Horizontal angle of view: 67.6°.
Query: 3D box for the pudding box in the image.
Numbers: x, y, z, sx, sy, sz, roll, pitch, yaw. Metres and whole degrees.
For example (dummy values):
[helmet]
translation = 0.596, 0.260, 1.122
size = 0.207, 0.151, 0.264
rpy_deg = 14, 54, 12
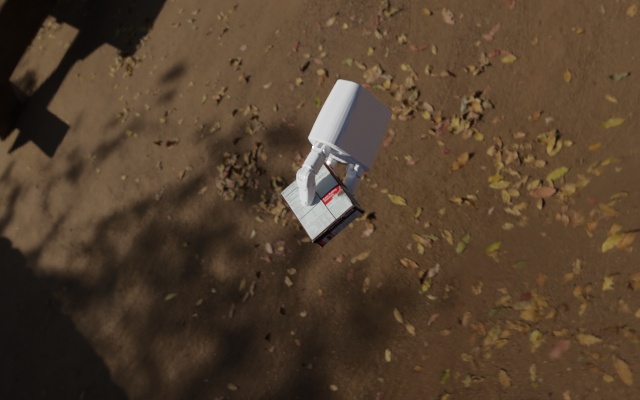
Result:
[pudding box]
translation = 0.000, 0.002, 0.753
size = 0.090, 0.113, 0.039
rpy_deg = -42, -34, 10
